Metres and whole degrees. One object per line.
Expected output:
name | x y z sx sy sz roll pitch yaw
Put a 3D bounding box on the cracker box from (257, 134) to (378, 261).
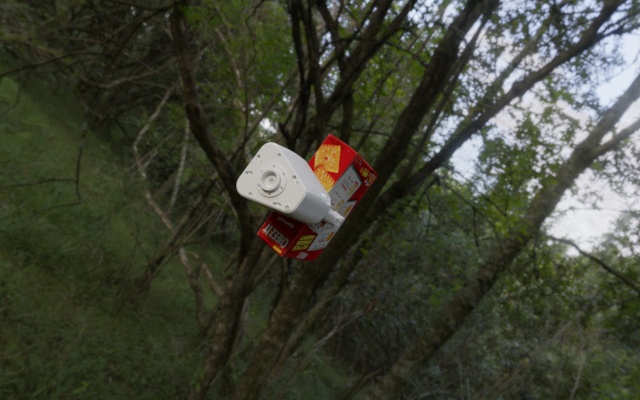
cracker box | 0.000 0.003 0.865 0.072 0.214 0.164 38 4 21
